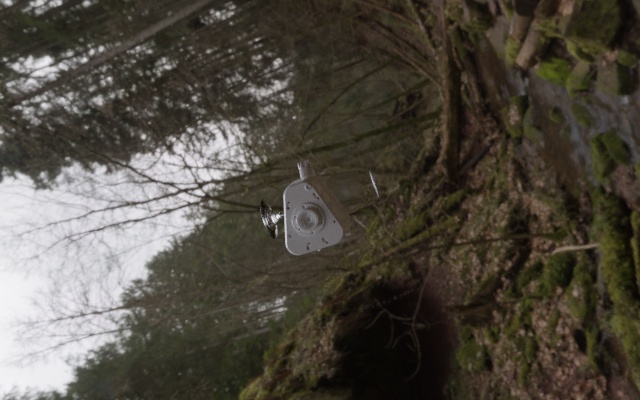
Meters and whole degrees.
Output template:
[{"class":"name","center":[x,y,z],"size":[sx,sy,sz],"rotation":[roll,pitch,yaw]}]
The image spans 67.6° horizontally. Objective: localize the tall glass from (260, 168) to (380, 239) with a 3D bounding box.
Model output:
[{"class":"tall glass","center":[-0.001,0.003,0.842],"size":[0.201,0.079,0.079],"rotation":[-18,-3,8]}]
